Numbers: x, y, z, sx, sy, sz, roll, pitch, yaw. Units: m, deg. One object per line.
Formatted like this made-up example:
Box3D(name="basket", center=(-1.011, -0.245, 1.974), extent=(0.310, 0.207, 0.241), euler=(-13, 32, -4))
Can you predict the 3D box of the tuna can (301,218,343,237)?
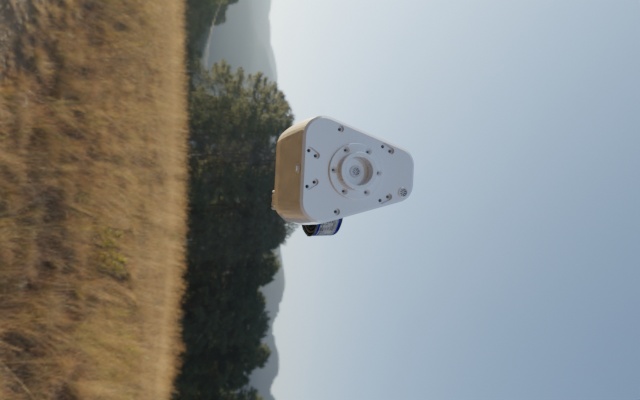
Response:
Box3D(name="tuna can", center=(0.001, 0.002, 0.596), extent=(0.034, 0.086, 0.086), euler=(0, 0, -18))
